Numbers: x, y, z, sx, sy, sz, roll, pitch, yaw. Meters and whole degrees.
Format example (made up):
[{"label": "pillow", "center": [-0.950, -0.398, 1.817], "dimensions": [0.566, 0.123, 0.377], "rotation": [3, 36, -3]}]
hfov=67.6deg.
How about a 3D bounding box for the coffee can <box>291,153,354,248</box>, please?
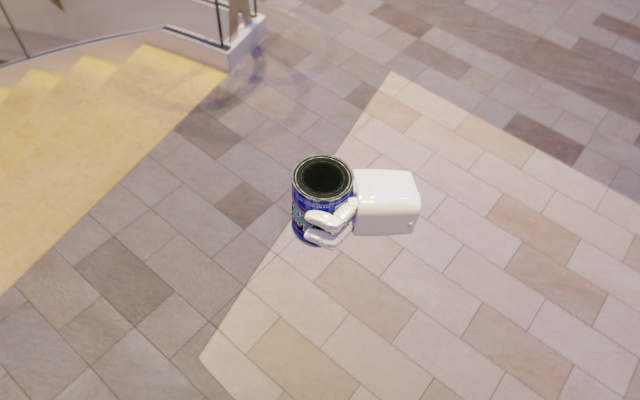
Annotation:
[{"label": "coffee can", "center": [0.000, 0.003, 0.835], "dimensions": [0.103, 0.102, 0.140], "rotation": [0, -37, -4]}]
